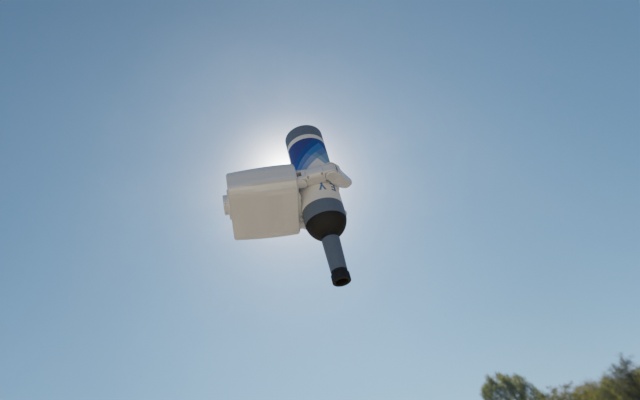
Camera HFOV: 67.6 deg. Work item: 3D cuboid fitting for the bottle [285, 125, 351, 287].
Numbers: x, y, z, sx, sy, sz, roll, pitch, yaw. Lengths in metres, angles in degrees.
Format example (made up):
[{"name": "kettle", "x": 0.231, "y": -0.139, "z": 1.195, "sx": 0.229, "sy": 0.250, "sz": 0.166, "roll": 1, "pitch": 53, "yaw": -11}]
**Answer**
[{"name": "bottle", "x": 0.000, "y": 0.002, "z": 0.761, "sx": 0.069, "sy": 0.295, "sz": 0.069, "roll": -9, "pitch": -38, "yaw": -7}]
